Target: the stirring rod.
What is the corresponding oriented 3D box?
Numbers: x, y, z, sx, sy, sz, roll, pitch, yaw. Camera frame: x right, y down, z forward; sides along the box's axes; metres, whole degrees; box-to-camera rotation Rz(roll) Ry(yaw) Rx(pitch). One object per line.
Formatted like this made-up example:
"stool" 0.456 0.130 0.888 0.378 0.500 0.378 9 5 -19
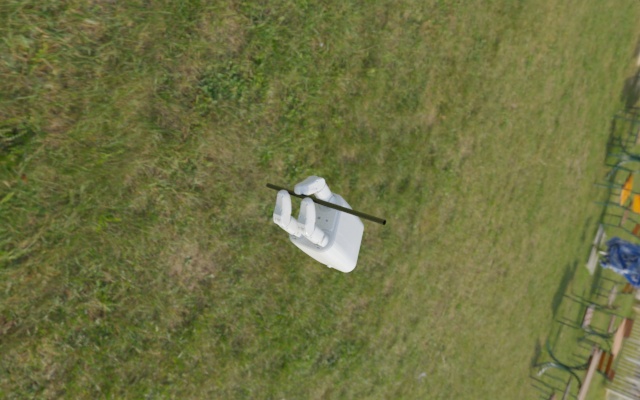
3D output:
"stirring rod" 0.000 0.002 0.749 0.239 0.011 0.011 18 11 38
